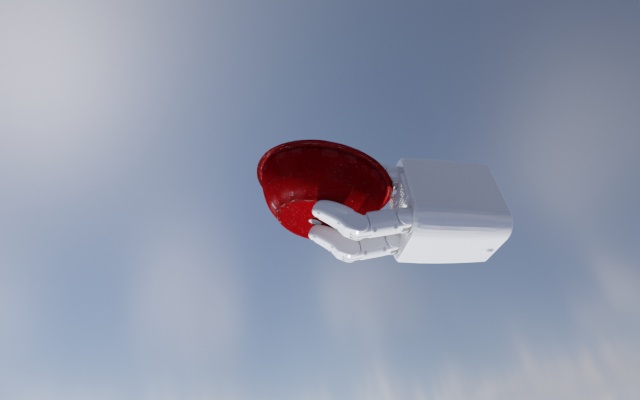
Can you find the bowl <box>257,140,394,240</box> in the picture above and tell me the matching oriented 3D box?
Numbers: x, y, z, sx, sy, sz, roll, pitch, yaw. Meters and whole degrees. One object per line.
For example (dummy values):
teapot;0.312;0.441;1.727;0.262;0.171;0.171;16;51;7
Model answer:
bowl;-0.001;0.002;0.548;0.162;0.055;0.162;8;-31;5
